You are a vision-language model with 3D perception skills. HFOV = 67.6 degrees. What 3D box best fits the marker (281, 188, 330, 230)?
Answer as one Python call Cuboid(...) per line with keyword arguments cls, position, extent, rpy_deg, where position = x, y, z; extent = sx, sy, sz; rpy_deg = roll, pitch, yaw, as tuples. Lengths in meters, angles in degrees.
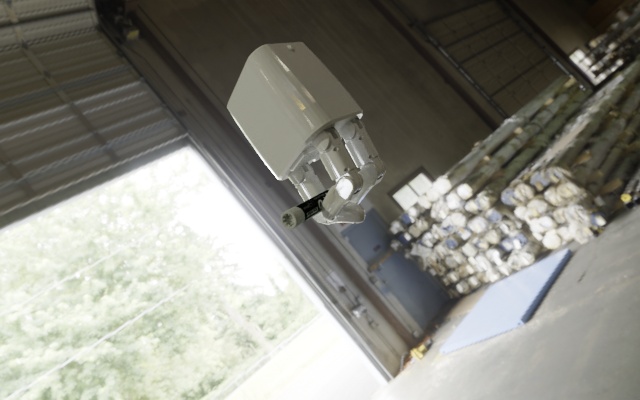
Cuboid(cls="marker", position=(0.000, 0.002, 0.505), extent=(0.020, 0.020, 0.121), rpy_deg=(0, 17, 32))
